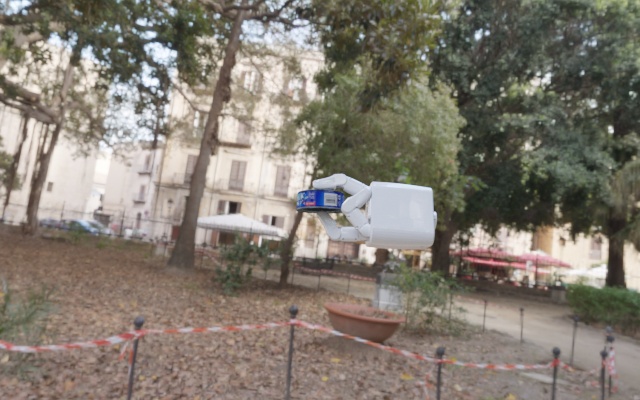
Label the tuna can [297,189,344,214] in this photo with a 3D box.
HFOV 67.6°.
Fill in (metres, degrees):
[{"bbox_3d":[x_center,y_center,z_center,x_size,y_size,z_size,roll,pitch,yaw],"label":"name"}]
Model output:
[{"bbox_3d":[0.000,0.002,0.857,0.086,0.033,0.086,1,-8,0],"label":"tuna can"}]
